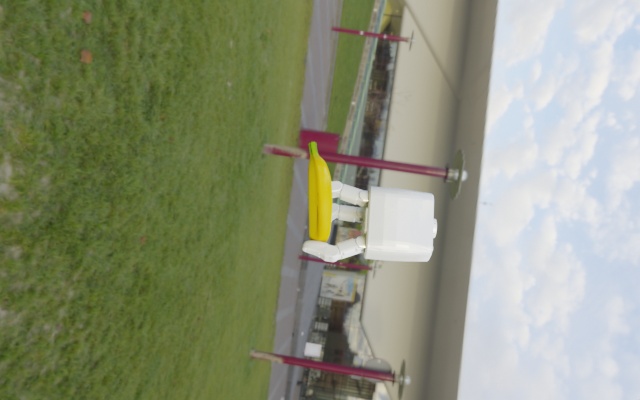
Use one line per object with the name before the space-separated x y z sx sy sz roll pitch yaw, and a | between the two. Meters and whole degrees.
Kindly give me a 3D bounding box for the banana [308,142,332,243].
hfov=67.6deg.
banana | 0.000 0.010 0.749 0.037 0.198 0.069 0 34 1
